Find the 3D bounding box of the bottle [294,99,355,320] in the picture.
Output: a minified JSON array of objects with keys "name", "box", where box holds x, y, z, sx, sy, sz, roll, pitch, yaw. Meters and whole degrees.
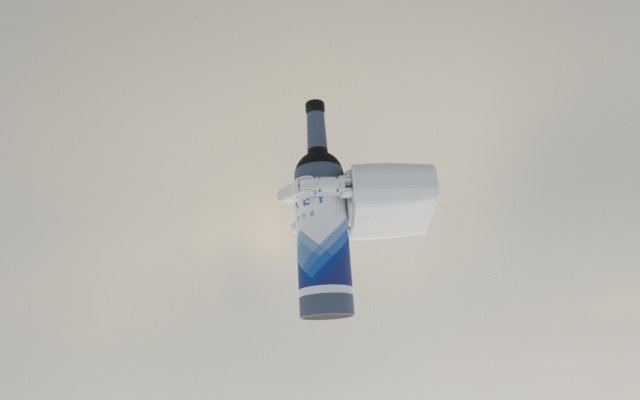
[{"name":"bottle","box":[0.000,0.002,0.623,0.069,0.295,0.069,-3,-20,-1]}]
